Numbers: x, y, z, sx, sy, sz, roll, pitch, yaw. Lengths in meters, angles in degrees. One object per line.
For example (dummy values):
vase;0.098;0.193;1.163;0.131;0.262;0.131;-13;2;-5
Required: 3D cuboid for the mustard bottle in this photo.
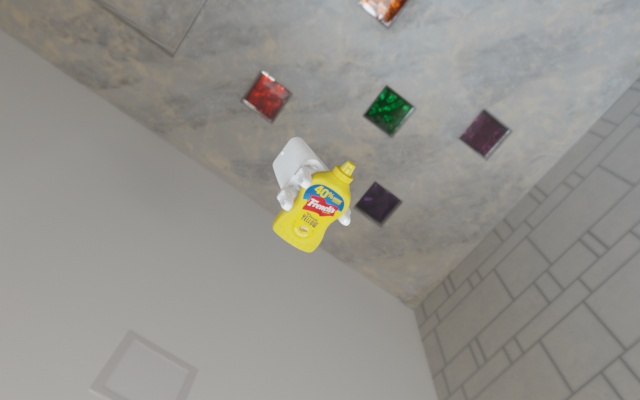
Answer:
mustard bottle;0.000;0.003;0.899;0.096;0.192;0.058;34;18;-13
